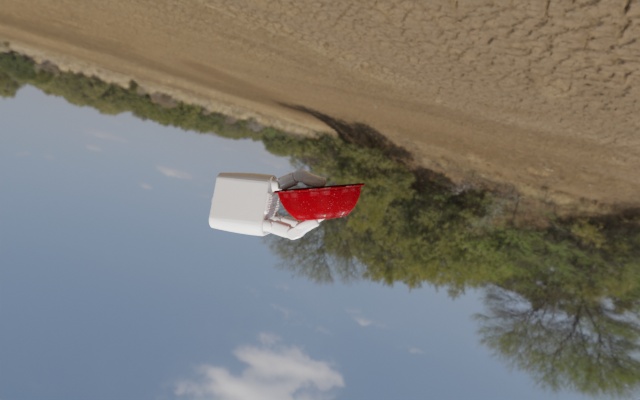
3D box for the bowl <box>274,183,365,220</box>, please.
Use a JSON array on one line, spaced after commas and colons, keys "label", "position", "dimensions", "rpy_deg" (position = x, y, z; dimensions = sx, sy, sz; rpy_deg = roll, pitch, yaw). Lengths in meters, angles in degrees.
[{"label": "bowl", "position": [0.001, 0.003, 0.842], "dimensions": [0.162, 0.055, 0.162], "rpy_deg": [-5, 2, 0]}]
